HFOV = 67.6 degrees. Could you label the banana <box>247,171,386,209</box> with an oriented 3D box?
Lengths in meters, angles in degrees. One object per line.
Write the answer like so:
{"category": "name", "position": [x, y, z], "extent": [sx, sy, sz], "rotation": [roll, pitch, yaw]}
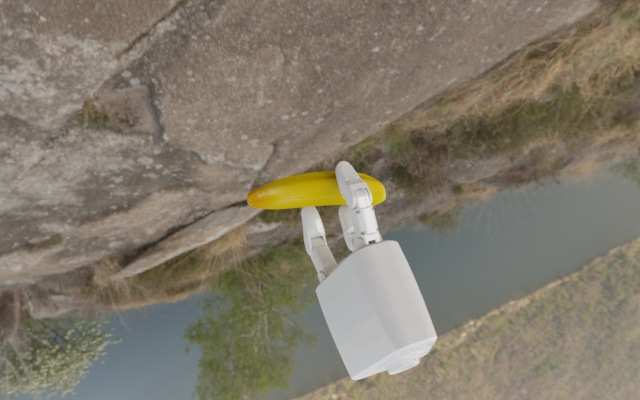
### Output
{"category": "banana", "position": [0.013, -0.007, 0.550], "extent": [0.198, 0.037, 0.070], "rotation": [2, -31, -41]}
